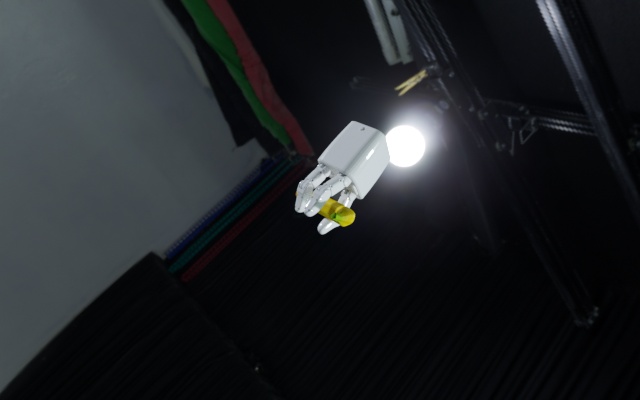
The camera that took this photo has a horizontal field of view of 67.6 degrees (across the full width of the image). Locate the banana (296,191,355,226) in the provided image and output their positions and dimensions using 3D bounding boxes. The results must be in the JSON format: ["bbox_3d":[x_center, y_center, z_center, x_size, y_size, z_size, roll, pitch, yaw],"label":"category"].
[{"bbox_3d":[0.015,0.013,0.901,0.070,0.037,0.197,34,-3,-26],"label":"banana"}]
